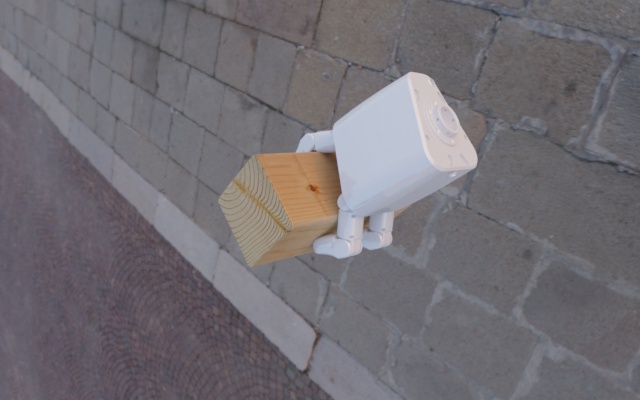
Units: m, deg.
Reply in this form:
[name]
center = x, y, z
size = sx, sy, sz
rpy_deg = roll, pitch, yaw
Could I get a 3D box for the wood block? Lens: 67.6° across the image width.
[wood block]
center = 0.000, 0.001, 0.566
size = 0.206, 0.090, 0.090
rpy_deg = -8, -28, -46
